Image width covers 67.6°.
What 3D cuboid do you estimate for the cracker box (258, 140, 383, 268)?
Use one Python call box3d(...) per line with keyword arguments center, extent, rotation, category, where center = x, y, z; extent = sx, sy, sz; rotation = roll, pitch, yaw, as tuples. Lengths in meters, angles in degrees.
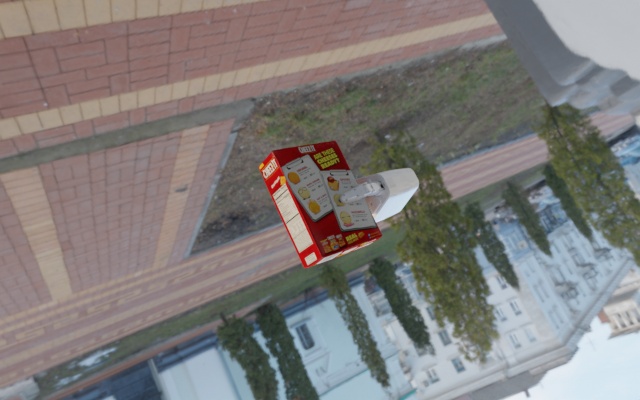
box3d(center=(0.000, 0.003, 0.897), extent=(0.164, 0.213, 0.072), rotation=(-15, -16, -42), category="cracker box")
